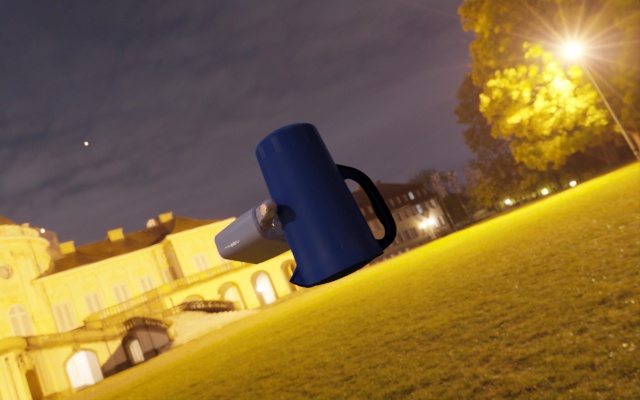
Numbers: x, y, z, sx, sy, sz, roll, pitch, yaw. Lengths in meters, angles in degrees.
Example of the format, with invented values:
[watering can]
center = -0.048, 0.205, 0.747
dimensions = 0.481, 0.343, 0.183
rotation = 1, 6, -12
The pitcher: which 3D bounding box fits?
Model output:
[pitcher]
center = 0.000, 0.003, 0.749
dimensions = 0.145, 0.242, 0.149
rotation = -31, -13, 32
